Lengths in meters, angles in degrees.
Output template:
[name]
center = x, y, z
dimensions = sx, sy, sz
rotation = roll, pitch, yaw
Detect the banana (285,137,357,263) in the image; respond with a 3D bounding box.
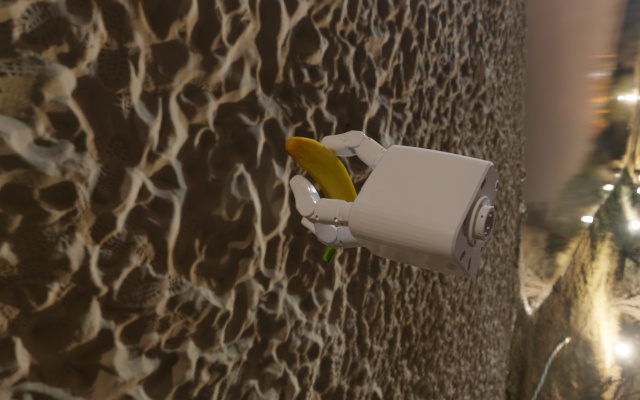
[banana]
center = 0.012, -0.007, 0.575
dimensions = 0.037, 0.198, 0.069
rotation = 18, 51, 36
